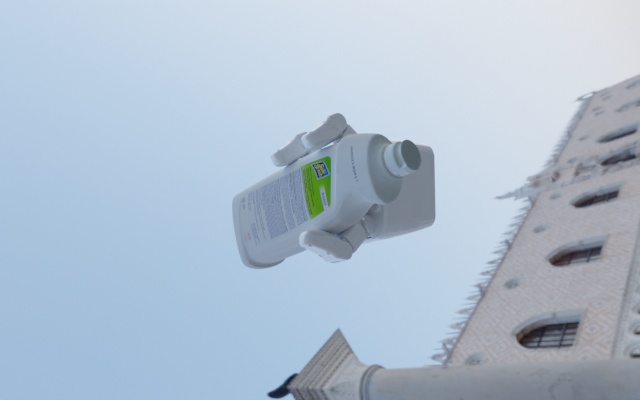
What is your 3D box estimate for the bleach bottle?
[{"bbox_3d":[0.000,0.002,0.507,0.068,0.102,0.251,-4,-13,-43],"label":"bleach bottle"}]
